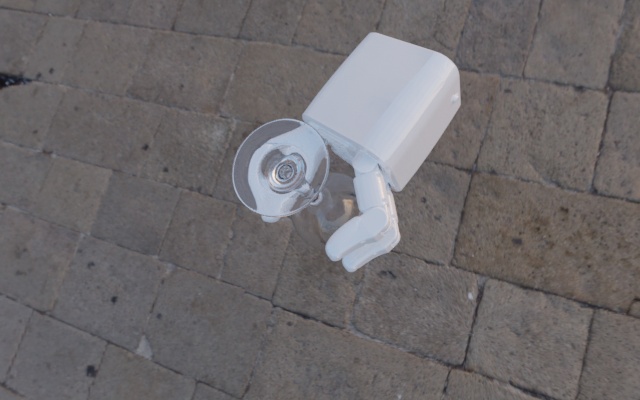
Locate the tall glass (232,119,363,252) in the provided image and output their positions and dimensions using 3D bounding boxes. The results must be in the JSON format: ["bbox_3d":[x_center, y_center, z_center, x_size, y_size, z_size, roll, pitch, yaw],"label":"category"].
[{"bbox_3d":[0.000,0.001,0.430,0.079,0.079,0.201,0,-15,18],"label":"tall glass"}]
